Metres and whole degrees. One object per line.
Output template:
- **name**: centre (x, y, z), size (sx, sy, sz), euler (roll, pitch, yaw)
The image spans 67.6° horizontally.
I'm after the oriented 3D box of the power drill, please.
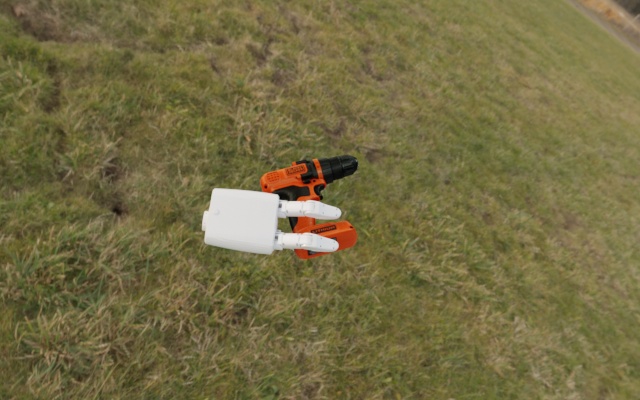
- **power drill**: centre (0.000, 0.003, 0.838), size (0.184, 0.187, 0.057), euler (-16, -40, -6)
